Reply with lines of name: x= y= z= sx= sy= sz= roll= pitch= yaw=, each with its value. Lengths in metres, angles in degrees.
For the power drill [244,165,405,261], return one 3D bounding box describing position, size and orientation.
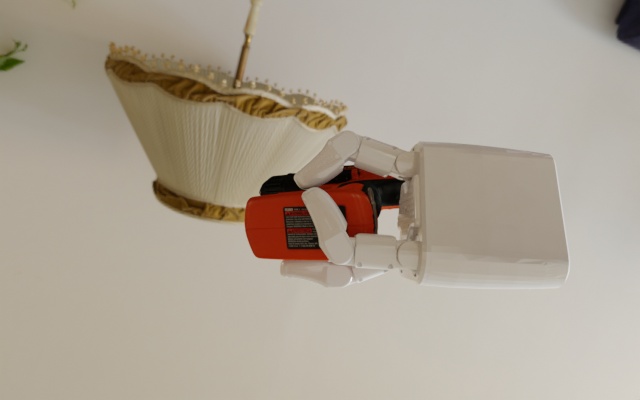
power drill: x=0.000 y=0.002 z=0.459 sx=0.184 sy=0.057 sz=0.187 roll=-4 pitch=12 yaw=18
